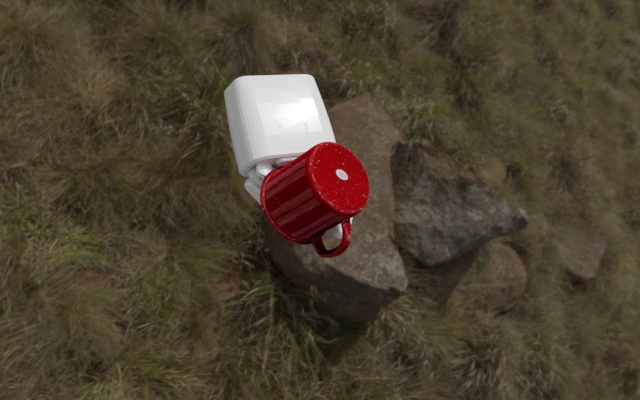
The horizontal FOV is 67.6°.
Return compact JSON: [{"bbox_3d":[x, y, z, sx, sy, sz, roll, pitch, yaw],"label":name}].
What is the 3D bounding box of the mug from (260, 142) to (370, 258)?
[{"bbox_3d":[0.001,0.003,0.497,0.093,0.117,0.081,-3,-19,-41],"label":"mug"}]
